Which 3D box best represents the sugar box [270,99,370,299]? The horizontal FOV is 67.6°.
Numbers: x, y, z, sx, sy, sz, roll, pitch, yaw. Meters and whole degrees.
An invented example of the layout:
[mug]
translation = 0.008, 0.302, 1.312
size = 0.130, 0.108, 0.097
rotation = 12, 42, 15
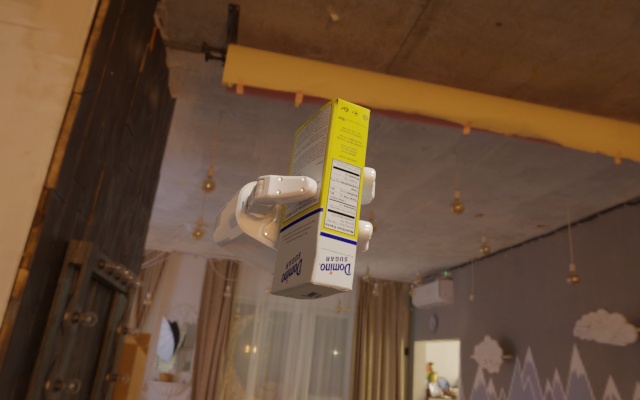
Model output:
[sugar box]
translation = 0.001, 0.002, 0.454
size = 0.048, 0.176, 0.093
rotation = 14, -21, -24
